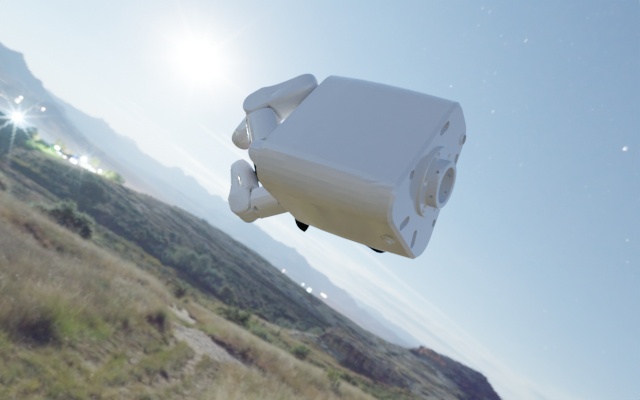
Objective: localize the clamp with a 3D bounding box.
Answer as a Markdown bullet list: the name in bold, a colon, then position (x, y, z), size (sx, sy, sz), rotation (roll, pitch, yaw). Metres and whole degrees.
- **clamp**: position (0.000, 0.001, 0.456), size (0.120, 0.039, 0.171), rotation (10, -21, 27)
